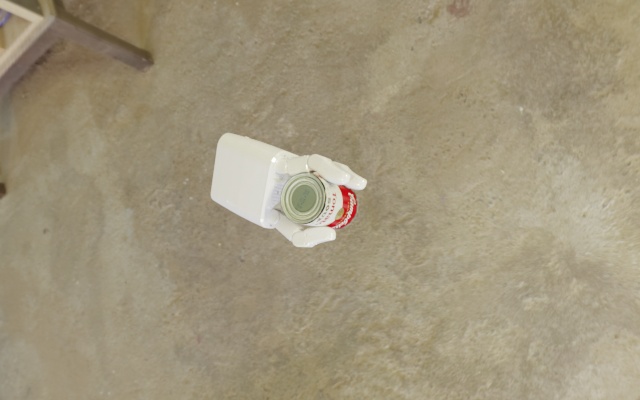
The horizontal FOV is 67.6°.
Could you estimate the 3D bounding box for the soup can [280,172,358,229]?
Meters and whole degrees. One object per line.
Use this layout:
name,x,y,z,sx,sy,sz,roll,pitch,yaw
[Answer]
soup can,0.000,0.002,0.641,0.068,0.068,0.102,0,-6,28
